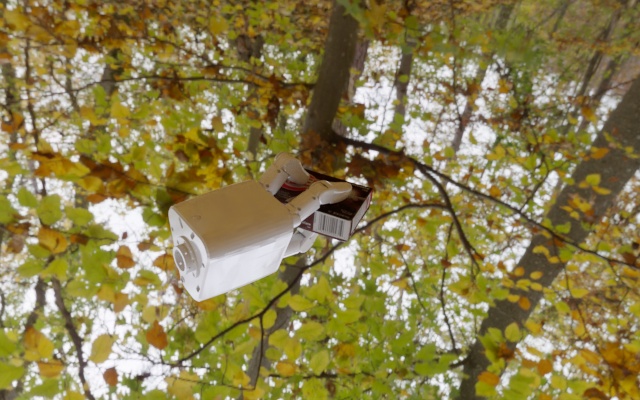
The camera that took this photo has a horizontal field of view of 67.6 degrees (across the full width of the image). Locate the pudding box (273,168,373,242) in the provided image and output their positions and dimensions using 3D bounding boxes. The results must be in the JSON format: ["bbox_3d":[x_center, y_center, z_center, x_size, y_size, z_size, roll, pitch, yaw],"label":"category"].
[{"bbox_3d":[0.000,0.002,0.612,0.113,0.039,0.090,19,34,14],"label":"pudding box"}]
